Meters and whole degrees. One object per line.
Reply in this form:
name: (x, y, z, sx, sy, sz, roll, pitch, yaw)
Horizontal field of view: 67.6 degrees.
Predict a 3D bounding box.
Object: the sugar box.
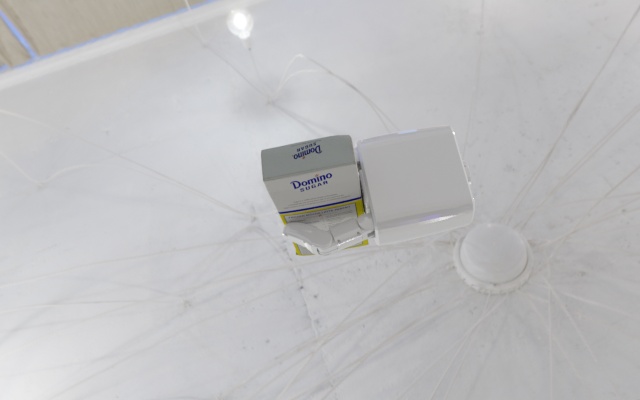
sugar box: (0.000, 0.001, 0.531, 0.093, 0.048, 0.176, -10, -34, 3)
